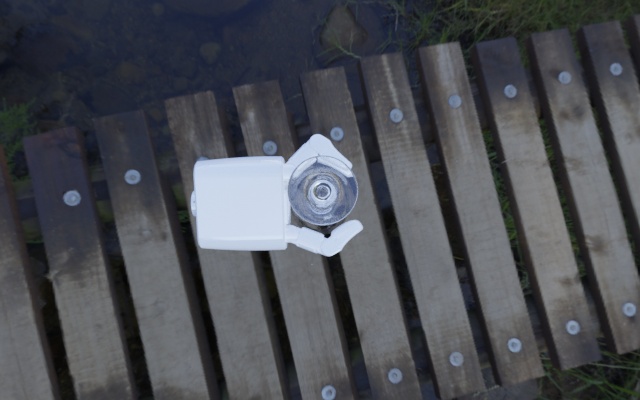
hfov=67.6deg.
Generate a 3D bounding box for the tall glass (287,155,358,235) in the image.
[{"bbox_3d":[0.000,0.002,0.598,0.079,0.079,0.201,0,-8,-1],"label":"tall glass"}]
